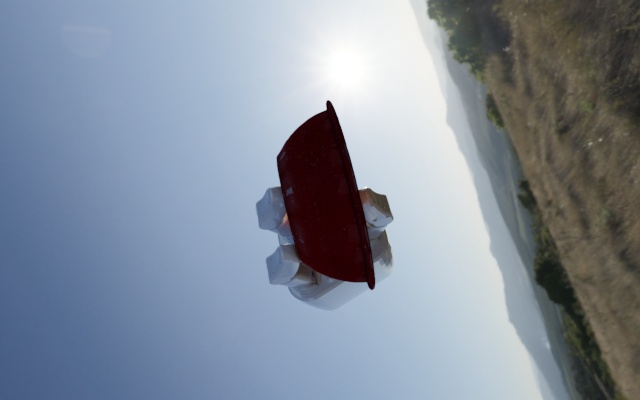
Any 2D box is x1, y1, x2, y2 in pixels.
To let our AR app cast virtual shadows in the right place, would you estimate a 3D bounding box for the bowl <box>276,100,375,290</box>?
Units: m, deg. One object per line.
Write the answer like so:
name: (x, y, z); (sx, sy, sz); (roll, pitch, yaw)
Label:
bowl: (-0.001, 0.001, 0.401); (0.055, 0.162, 0.162); (-13, 0, -1)
